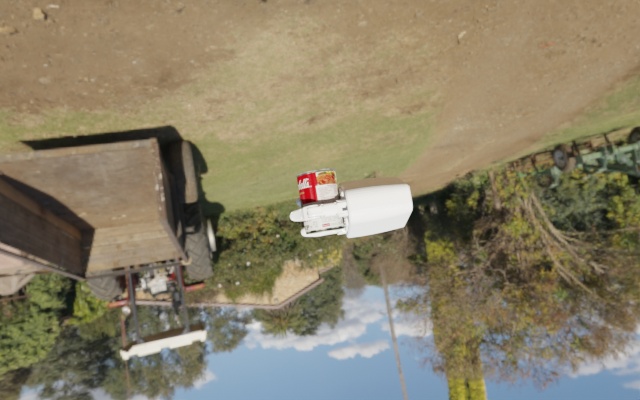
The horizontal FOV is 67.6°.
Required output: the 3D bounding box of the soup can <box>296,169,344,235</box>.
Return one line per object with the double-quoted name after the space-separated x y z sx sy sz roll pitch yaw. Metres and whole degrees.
0.000 0.003 0.810 0.068 0.102 0.068 -9 -5 -1 "soup can"
